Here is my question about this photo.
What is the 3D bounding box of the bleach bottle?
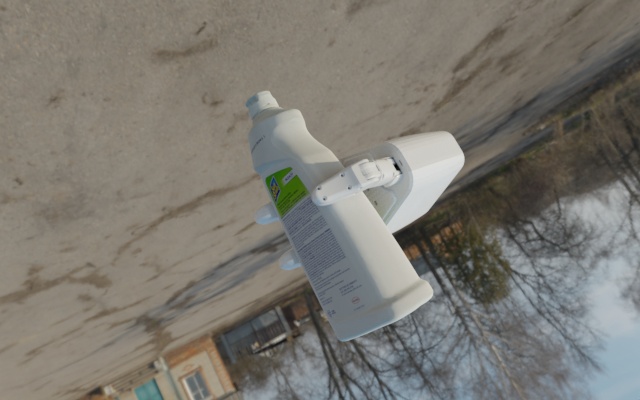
[{"bbox_3d":[0.000,0.002,0.457,0.068,0.251,0.103,-19,-14,-43],"label":"bleach bottle"}]
